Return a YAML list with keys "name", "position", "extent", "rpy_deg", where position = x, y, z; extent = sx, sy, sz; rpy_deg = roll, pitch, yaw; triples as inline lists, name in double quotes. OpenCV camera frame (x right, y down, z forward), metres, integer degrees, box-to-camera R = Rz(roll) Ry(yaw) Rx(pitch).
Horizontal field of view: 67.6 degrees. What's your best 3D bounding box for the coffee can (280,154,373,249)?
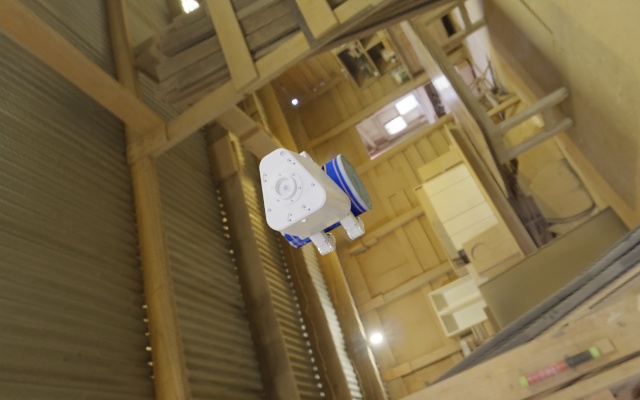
- name: "coffee can"
  position: [0.000, 0.002, 0.790]
  extent: [0.140, 0.103, 0.103]
  rpy_deg: [-30, -8, 14]
